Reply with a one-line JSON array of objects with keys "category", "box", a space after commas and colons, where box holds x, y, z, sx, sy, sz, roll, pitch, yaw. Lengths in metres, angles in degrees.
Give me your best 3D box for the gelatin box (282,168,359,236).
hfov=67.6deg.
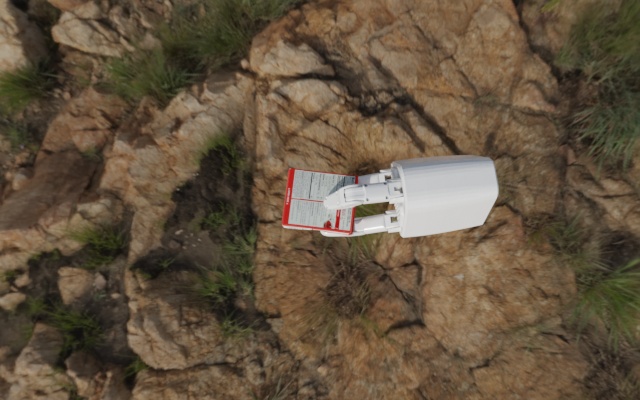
[{"category": "gelatin box", "box": [0.000, 0.002, 0.597, 0.089, 0.073, 0.030, 6, -9, 0]}]
